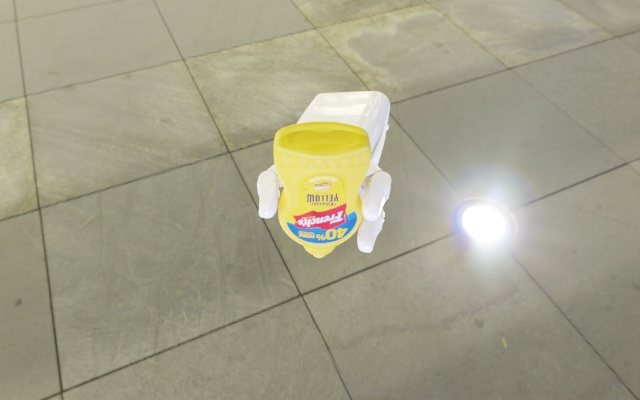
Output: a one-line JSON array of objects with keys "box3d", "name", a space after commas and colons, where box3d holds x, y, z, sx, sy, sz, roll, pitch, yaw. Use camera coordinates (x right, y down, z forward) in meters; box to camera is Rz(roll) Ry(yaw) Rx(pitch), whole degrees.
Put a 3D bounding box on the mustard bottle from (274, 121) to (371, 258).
[{"box3d": [0.000, 0.002, 0.536, 0.096, 0.058, 0.192, -2, -41, -3], "name": "mustard bottle"}]
